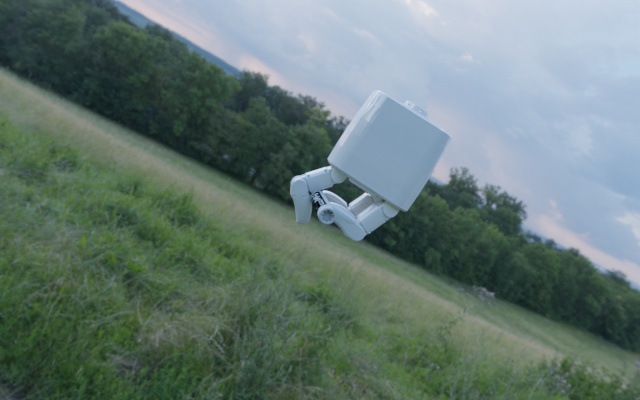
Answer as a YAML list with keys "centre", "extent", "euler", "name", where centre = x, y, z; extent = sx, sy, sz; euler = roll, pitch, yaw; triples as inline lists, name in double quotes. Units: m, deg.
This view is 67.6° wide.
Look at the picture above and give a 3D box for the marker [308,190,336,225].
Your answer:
- centre: [0.000, 0.002, 0.564]
  extent: [0.020, 0.020, 0.121]
  euler: [0, 14, -7]
  name: "marker"
